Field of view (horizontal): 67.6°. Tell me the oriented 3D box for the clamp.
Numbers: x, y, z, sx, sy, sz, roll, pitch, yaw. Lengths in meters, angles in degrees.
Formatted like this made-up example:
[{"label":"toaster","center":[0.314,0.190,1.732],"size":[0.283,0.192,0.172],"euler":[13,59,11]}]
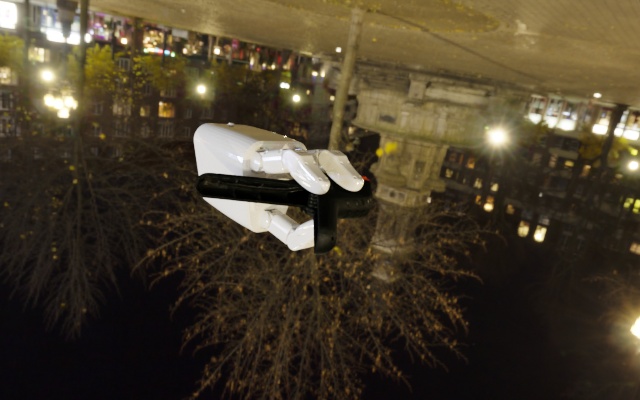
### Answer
[{"label":"clamp","center":[0.000,0.002,0.501],"size":[0.164,0.036,0.210],"euler":[27,23,37]}]
